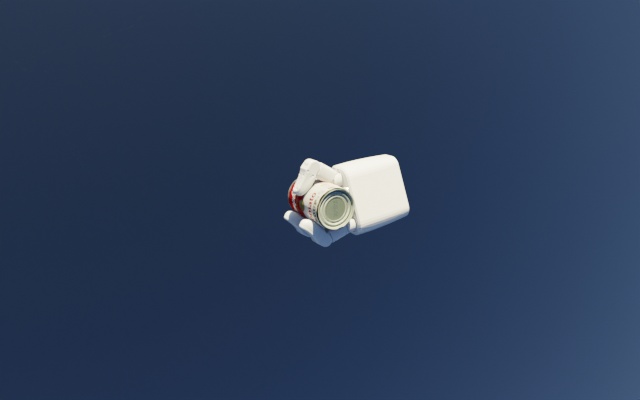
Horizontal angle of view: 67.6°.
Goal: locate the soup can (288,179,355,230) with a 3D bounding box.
[{"bbox_3d":[0.000,0.003,0.760,0.068,0.068,0.102,0,13,-30],"label":"soup can"}]
